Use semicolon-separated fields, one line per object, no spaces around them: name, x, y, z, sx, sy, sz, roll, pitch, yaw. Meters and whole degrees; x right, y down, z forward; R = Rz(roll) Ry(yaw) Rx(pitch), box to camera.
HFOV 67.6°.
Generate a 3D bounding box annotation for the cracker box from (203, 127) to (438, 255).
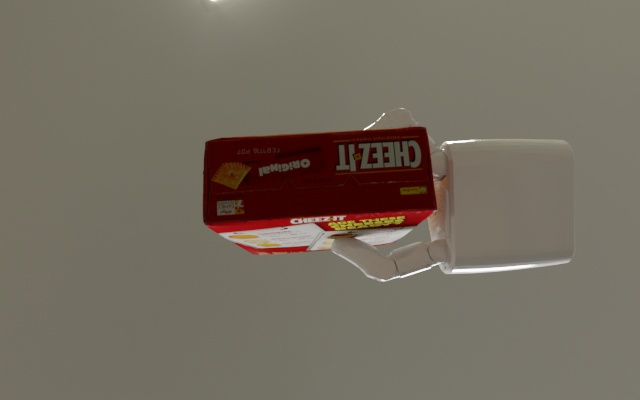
cracker box;0.000;0.002;0.437;0.164;0.072;0.214;-4;-12;0
